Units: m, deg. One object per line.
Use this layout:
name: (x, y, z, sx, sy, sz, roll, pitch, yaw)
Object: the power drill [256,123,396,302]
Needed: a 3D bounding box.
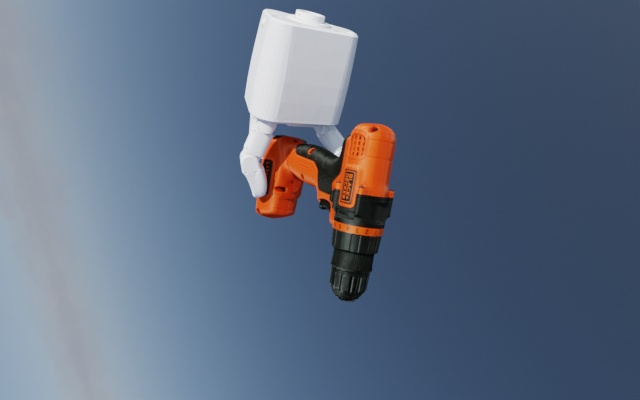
power drill: (0.000, 0.001, 0.542, 0.057, 0.184, 0.187, 7, 6, -41)
